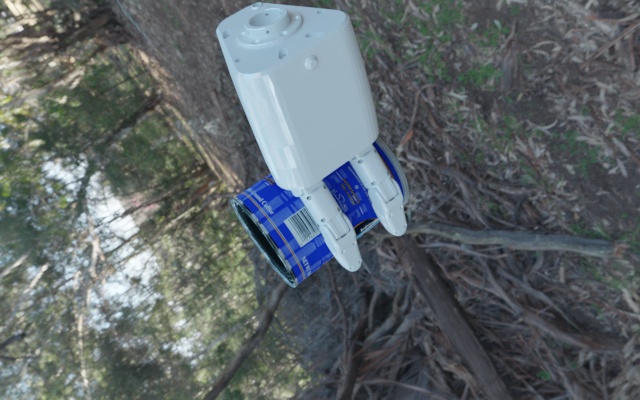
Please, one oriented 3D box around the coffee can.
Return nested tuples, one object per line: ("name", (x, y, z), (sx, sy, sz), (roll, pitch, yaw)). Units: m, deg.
("coffee can", (0.000, 0.002, 0.466), (0.140, 0.103, 0.103), (-36, 11, -15))
